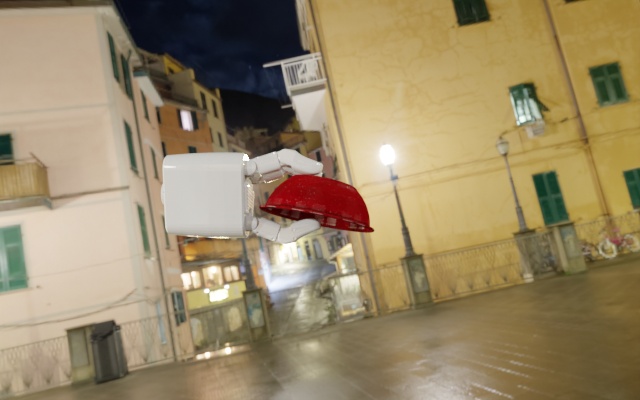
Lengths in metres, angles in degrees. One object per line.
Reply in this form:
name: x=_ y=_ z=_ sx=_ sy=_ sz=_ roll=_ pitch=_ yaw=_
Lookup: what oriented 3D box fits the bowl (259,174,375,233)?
bowl: x=0.001 y=0.002 z=0.661 sx=0.162 sy=0.055 sz=0.162 roll=12 pitch=-8 yaw=2
